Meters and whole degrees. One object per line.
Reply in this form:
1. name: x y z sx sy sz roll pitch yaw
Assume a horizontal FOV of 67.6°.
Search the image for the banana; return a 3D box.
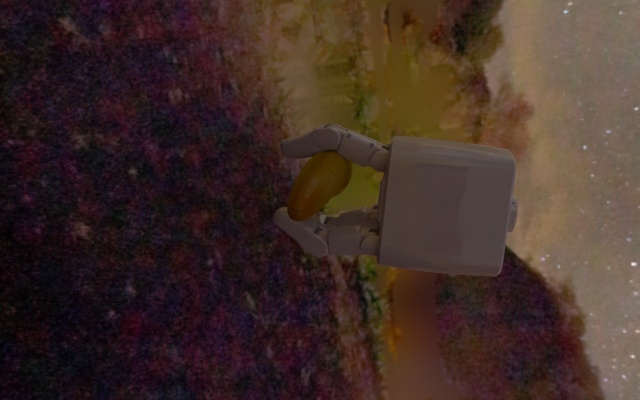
1. banana: 0.006 -0.016 0.453 0.037 0.069 0.198 17 2 6
